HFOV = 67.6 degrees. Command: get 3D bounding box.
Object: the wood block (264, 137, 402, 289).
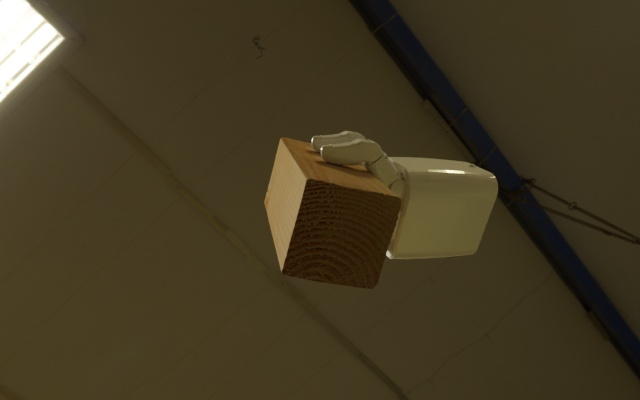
[{"bbox_3d":[0.000,0.002,0.505,0.090,0.091,0.206,11,14,-14],"label":"wood block"}]
